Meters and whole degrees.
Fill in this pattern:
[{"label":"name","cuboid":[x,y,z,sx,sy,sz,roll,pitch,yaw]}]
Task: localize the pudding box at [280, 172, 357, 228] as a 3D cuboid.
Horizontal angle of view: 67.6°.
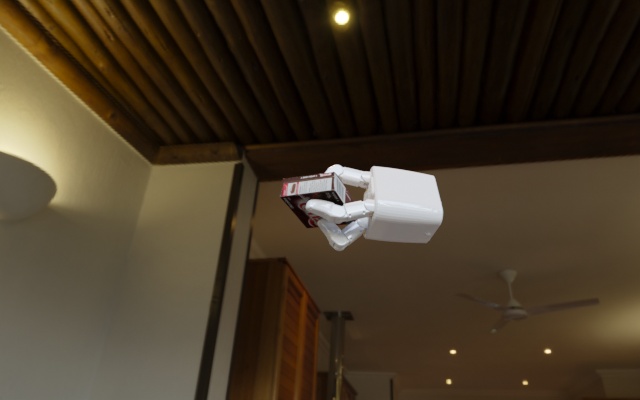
[{"label":"pudding box","cuboid":[0.000,0.002,0.758,0.090,0.039,0.114,-8,-34,20]}]
